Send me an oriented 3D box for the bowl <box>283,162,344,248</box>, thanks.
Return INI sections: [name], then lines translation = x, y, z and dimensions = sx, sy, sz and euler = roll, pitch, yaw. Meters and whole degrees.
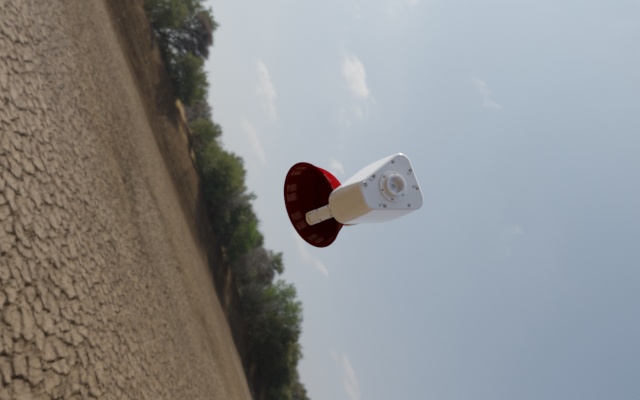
[bowl]
translation = 0.000, 0.003, 0.883
dimensions = 0.055, 0.162, 0.162
euler = -19, 11, -37
